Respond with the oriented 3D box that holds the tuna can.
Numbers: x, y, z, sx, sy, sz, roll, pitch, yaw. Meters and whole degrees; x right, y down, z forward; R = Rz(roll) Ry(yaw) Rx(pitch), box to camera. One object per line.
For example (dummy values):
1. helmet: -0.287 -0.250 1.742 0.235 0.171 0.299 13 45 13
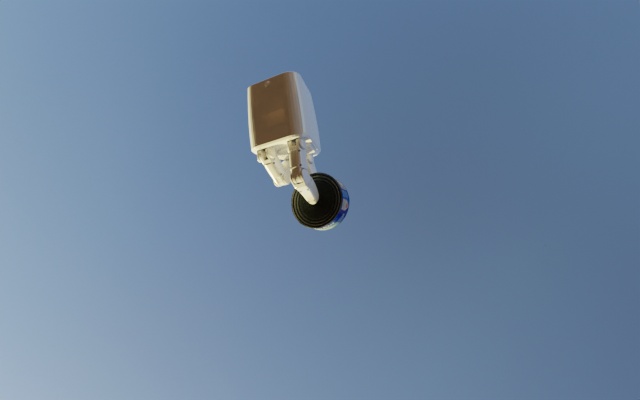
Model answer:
1. tuna can: 0.000 0.003 0.731 0.086 0.086 0.034 0 -10 26
